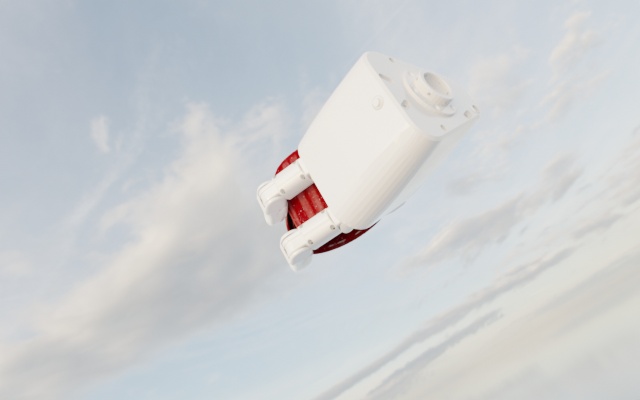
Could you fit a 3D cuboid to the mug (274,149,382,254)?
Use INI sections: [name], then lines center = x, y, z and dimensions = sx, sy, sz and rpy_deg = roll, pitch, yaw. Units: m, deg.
[mug]
center = -0.001, 0.002, 0.480
dimensions = 0.093, 0.081, 0.117
rpy_deg = -7, -32, -40
